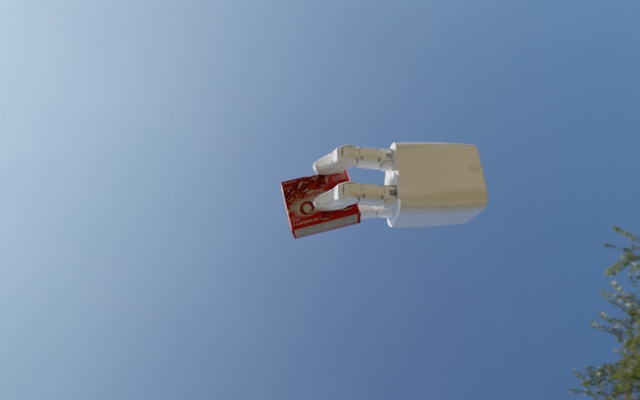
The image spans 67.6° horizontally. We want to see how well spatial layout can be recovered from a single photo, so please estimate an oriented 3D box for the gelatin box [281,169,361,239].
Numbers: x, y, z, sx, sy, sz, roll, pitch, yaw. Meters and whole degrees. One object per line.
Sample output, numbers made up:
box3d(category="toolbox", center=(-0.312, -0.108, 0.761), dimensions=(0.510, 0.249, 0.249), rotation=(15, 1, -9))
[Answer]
box3d(category="gelatin box", center=(0.000, 0.002, 0.610), dimensions=(0.089, 0.073, 0.030), rotation=(-14, -30, -3))
